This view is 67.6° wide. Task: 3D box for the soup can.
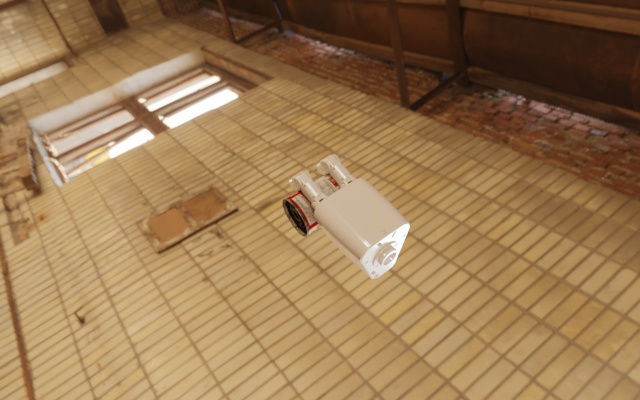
[{"bbox_3d":[0.000,0.002,0.759,0.102,0.068,0.068,-32,12,-20],"label":"soup can"}]
